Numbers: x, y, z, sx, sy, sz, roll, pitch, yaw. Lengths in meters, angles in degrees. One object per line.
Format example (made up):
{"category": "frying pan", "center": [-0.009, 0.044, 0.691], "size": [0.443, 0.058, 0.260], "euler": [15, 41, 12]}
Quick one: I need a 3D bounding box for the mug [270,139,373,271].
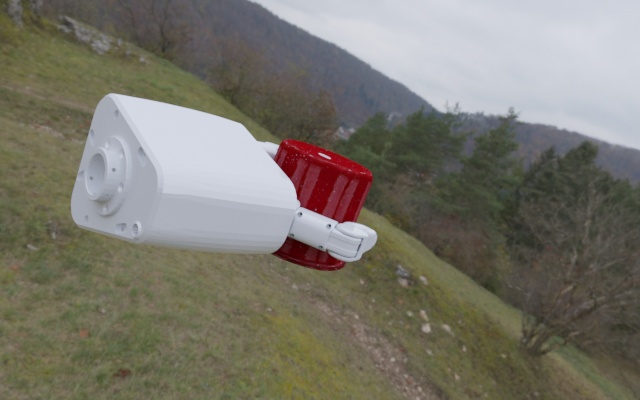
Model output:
{"category": "mug", "center": [0.001, 0.001, 0.405], "size": [0.093, 0.081, 0.117], "euler": [30, 15, 37]}
